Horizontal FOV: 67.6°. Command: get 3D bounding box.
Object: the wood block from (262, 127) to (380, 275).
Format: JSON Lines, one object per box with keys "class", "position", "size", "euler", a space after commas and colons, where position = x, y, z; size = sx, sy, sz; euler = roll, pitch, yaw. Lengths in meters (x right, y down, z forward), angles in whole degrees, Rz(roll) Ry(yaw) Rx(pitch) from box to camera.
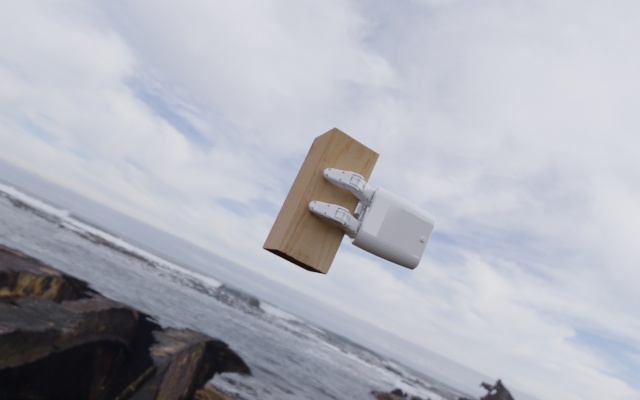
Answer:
{"class": "wood block", "position": [0.000, 0.003, 0.755], "size": [0.090, 0.206, 0.091], "euler": [29, -14, -16]}
